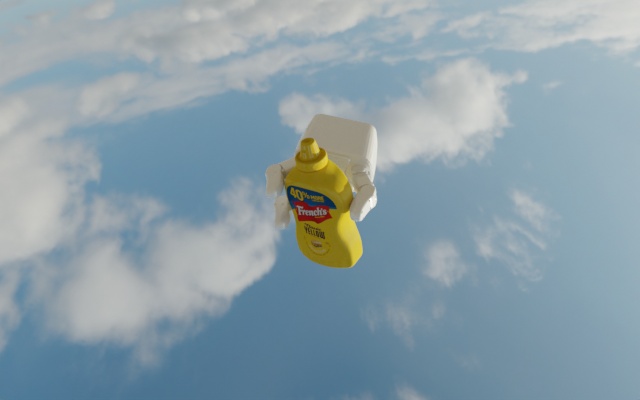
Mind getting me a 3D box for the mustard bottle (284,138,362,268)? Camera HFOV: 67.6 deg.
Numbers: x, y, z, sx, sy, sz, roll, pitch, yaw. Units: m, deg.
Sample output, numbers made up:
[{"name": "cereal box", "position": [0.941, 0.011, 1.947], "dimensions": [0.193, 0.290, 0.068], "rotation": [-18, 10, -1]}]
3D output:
[{"name": "mustard bottle", "position": [0.000, 0.003, 0.641], "dimensions": [0.096, 0.192, 0.058], "rotation": [16, 44, 32]}]
